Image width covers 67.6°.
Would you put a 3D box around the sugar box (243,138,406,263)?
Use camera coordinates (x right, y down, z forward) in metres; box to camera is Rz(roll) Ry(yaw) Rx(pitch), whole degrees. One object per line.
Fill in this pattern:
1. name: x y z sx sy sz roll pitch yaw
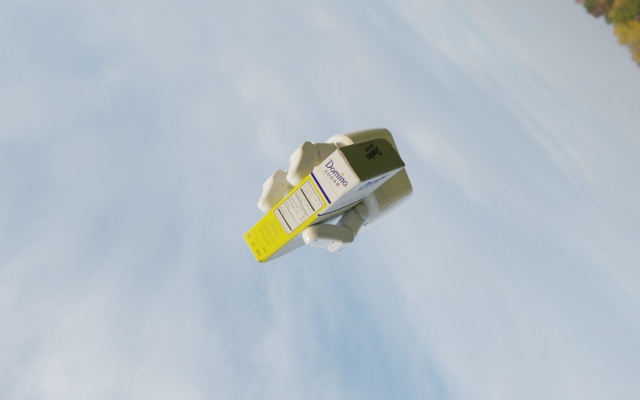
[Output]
1. sugar box: 0.000 0.001 0.519 0.093 0.048 0.176 -20 -18 -51
